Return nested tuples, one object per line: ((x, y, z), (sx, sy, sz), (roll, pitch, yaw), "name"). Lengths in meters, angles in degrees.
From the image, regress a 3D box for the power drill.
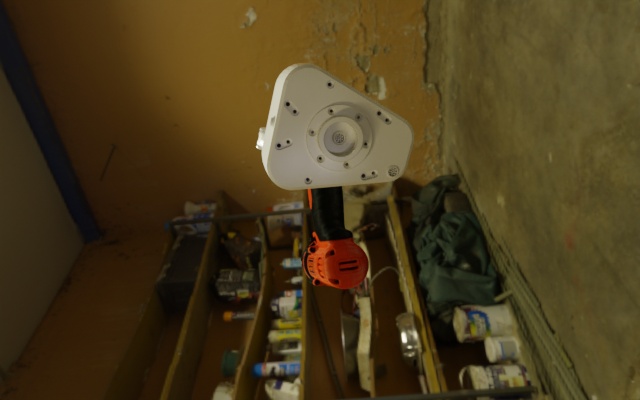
((0.000, 0.001, 0.531), (0.057, 0.187, 0.184), (-9, -3, -13), "power drill")
